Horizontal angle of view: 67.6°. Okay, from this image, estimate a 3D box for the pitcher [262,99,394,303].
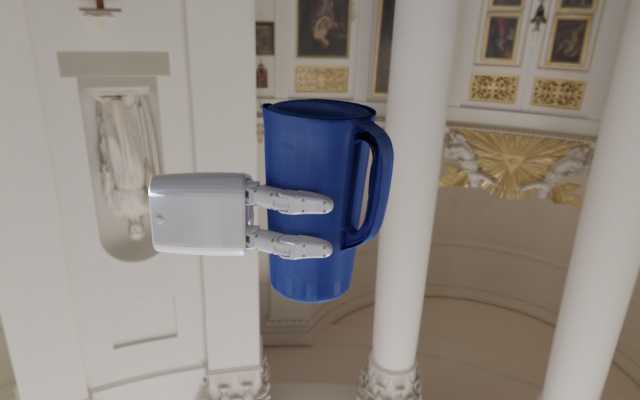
[{"bbox_3d":[0.000,0.002,0.586,0.145,0.243,0.149,2,21,-3],"label":"pitcher"}]
